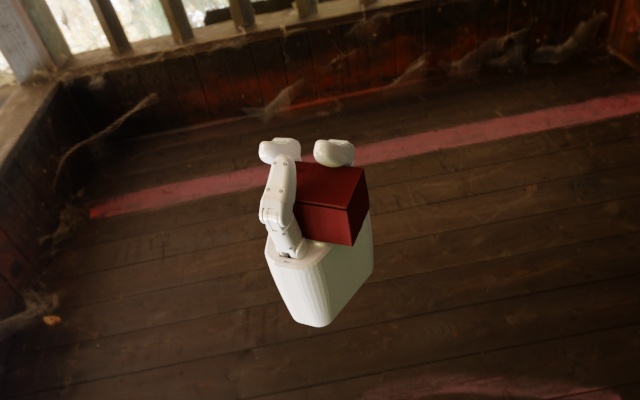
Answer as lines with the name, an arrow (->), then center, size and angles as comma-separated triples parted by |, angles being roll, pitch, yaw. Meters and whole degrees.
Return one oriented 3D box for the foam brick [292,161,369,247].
foam brick -> 0.000, 0.001, 0.437 | 0.078, 0.051, 0.053 | 8, 48, 23
